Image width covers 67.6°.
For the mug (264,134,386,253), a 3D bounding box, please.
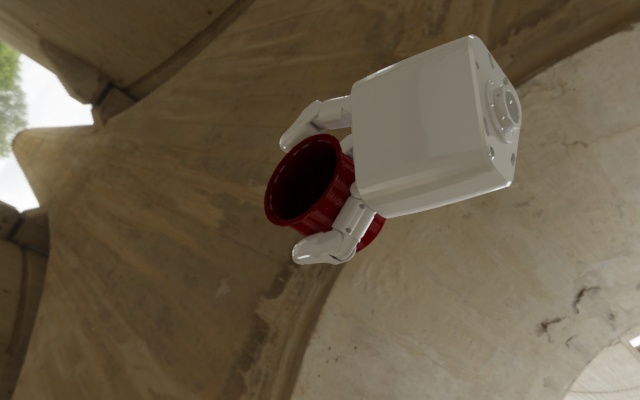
[{"bbox_3d":[-0.001,0.002,0.449,0.117,0.093,0.081,-14,-38,42],"label":"mug"}]
